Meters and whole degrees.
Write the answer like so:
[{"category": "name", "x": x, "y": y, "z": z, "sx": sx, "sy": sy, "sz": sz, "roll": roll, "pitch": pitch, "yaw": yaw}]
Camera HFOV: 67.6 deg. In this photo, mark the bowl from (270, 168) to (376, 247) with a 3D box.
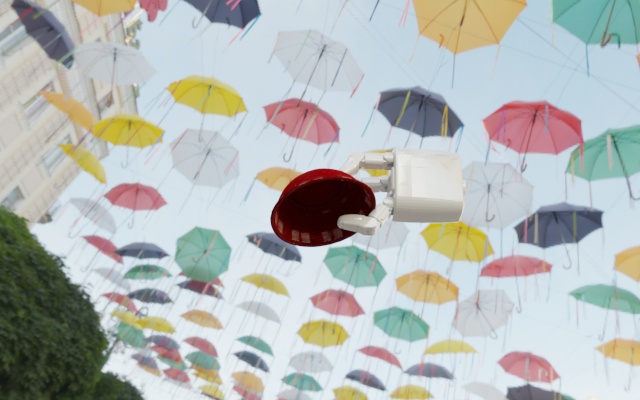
[{"category": "bowl", "x": -0.001, "y": 0.002, "z": 0.726, "sx": 0.162, "sy": 0.055, "sz": 0.162, "roll": -9, "pitch": -40, "yaw": -8}]
